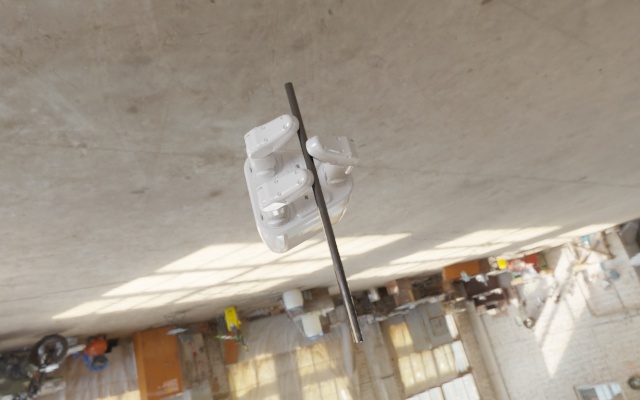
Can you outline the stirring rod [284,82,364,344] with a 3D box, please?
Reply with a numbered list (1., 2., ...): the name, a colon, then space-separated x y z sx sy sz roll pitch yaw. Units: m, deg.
1. stirring rod: 0.000 0.001 0.413 0.011 0.239 0.011 -14 -18 -5
